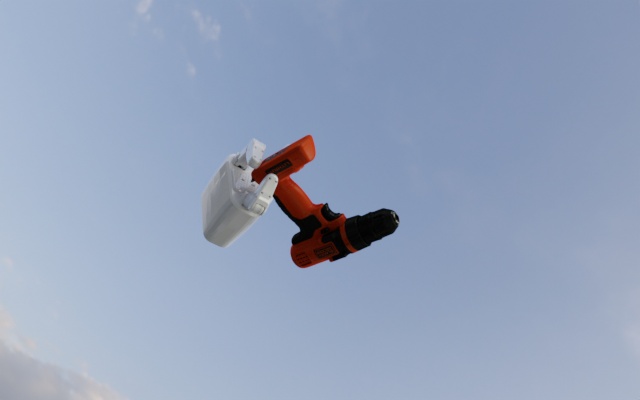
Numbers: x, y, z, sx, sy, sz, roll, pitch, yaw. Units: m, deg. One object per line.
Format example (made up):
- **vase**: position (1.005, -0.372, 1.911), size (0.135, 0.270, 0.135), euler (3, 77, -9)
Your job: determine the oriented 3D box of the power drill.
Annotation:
- **power drill**: position (0.000, 0.002, 0.702), size (0.184, 0.188, 0.057), euler (-25, 15, 25)
